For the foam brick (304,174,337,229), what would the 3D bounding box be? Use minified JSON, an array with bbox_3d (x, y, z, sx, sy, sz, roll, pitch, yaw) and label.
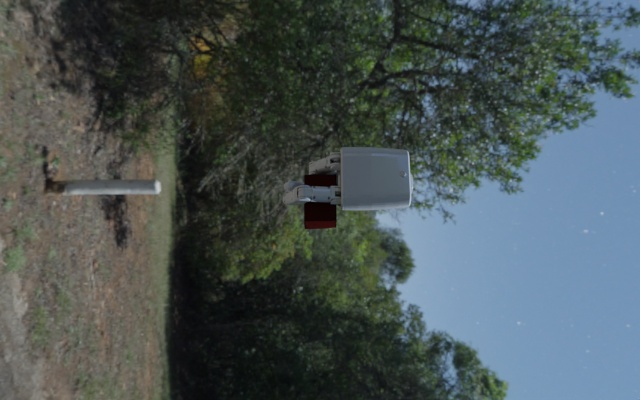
[{"bbox_3d":[0.000,0.003,0.757,0.051,0.078,0.053,0,-15,0],"label":"foam brick"}]
